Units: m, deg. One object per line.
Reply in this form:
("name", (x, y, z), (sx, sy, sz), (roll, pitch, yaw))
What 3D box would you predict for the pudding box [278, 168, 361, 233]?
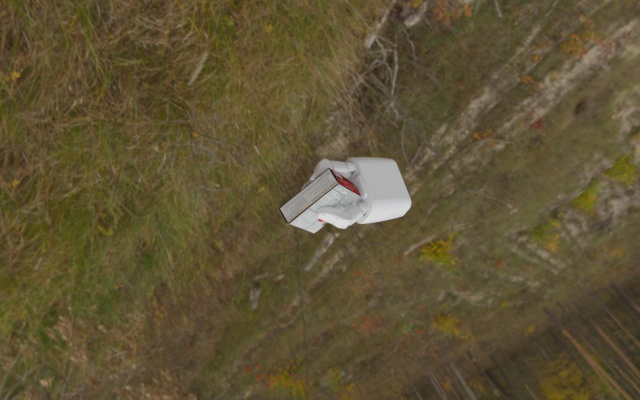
("pudding box", (0.000, 0.003, 0.790), (0.113, 0.039, 0.090), (-40, -29, 14))
